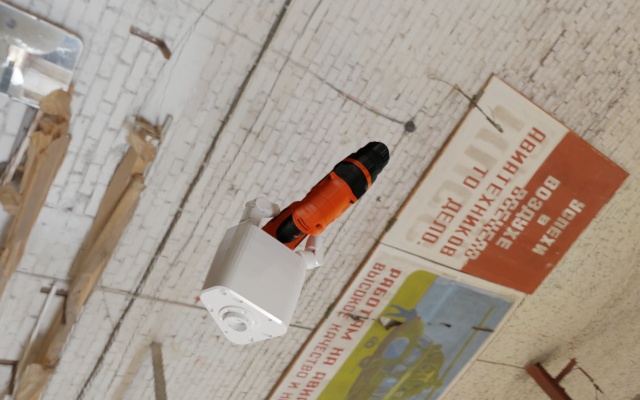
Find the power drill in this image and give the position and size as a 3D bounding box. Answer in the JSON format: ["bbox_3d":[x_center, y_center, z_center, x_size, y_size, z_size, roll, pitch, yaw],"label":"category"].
[{"bbox_3d":[0.000,0.003,0.660,0.184,0.057,0.188,-41,0,-38],"label":"power drill"}]
